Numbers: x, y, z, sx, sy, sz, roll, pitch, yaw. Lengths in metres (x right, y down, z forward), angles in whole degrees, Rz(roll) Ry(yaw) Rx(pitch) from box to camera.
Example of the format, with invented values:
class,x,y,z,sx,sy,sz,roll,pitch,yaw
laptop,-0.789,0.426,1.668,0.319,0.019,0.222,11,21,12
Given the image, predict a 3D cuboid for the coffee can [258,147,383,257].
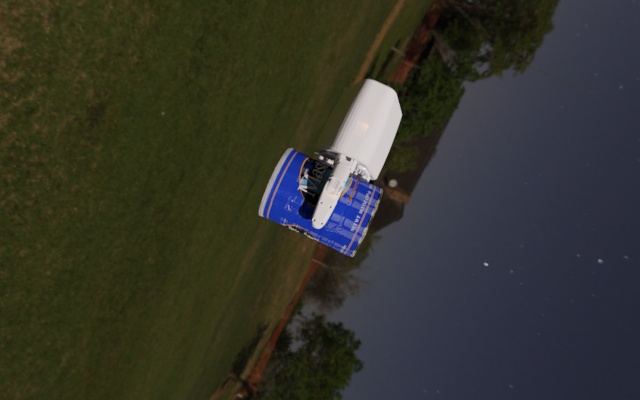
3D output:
class,x,y,z,sx,sy,sz,roll,pitch,yaw
coffee can,0.000,0.002,0.653,0.140,0.103,0.103,24,1,1
